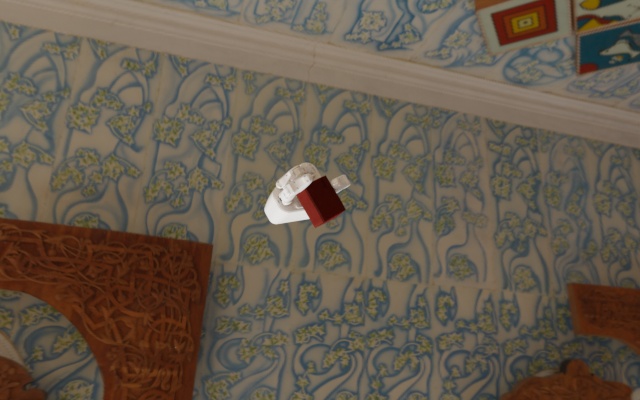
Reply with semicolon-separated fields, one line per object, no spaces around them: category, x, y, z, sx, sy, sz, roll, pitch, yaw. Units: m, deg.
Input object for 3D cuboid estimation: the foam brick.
foam brick;0.000;0.003;0.888;0.053;0.078;0.051;-26;-8;-26
